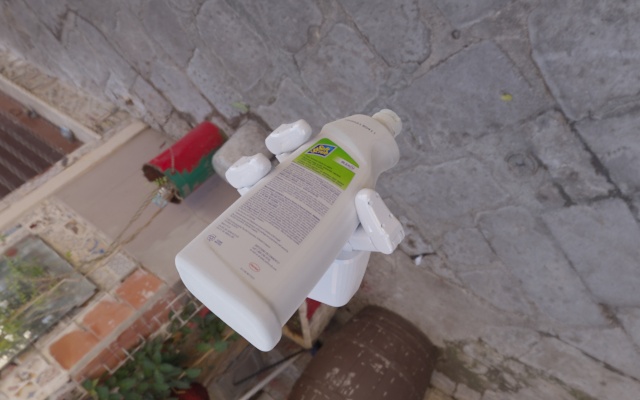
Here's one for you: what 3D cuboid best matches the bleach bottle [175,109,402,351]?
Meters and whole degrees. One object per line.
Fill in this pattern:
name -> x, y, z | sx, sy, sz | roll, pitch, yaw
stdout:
bleach bottle -> 0.000, 0.001, 0.419 | 0.102, 0.250, 0.068 | 33, -31, 20
